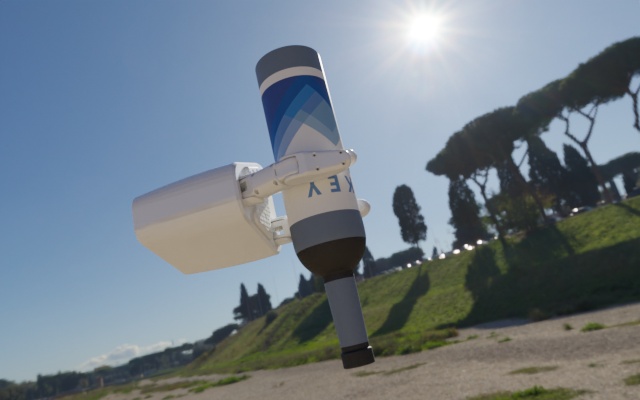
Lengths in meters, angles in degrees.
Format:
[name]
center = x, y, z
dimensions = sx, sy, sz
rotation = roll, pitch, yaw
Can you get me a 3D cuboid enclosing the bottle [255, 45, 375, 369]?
[bottle]
center = 0.000, 0.001, 0.442
dimensions = 0.069, 0.295, 0.069
rotation = -13, -15, -3
